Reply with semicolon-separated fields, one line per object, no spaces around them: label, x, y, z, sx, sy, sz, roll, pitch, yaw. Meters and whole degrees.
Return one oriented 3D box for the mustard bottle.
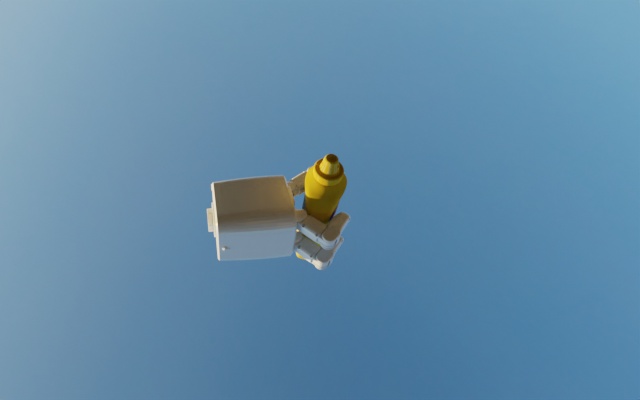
mustard bottle;0.000;0.002;0.693;0.058;0.096;0.192;15;-38;2
